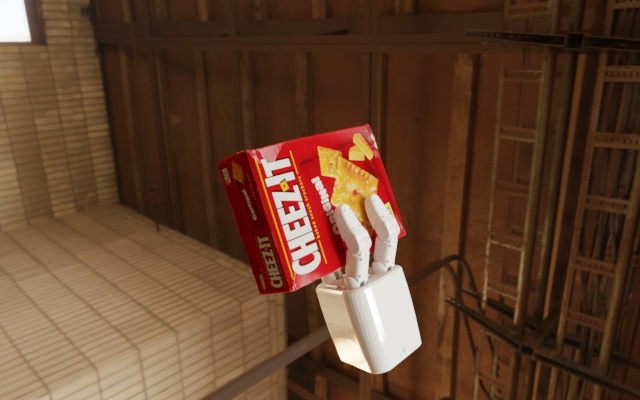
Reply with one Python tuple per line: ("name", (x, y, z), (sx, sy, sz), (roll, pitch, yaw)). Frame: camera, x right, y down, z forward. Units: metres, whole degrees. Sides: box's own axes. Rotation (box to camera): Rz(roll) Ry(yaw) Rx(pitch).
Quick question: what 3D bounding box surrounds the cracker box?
("cracker box", (0.000, 0.002, 0.599), (0.213, 0.164, 0.072), (-19, 2, -43))
